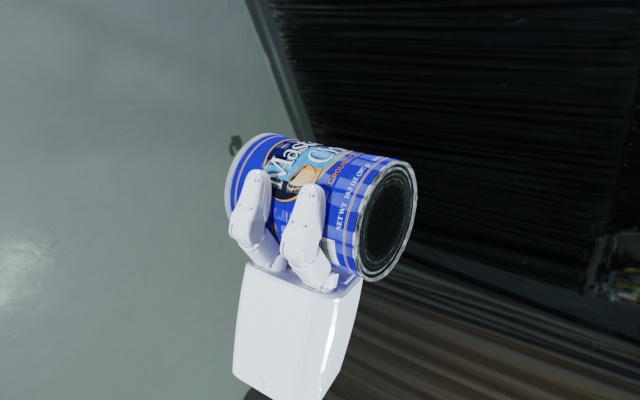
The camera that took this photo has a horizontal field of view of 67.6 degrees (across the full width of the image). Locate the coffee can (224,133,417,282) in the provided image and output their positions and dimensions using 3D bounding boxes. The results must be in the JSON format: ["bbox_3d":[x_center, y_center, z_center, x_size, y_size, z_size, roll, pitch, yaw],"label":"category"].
[{"bbox_3d":[0.000,0.001,0.427,0.140,0.103,0.103,16,9,33],"label":"coffee can"}]
